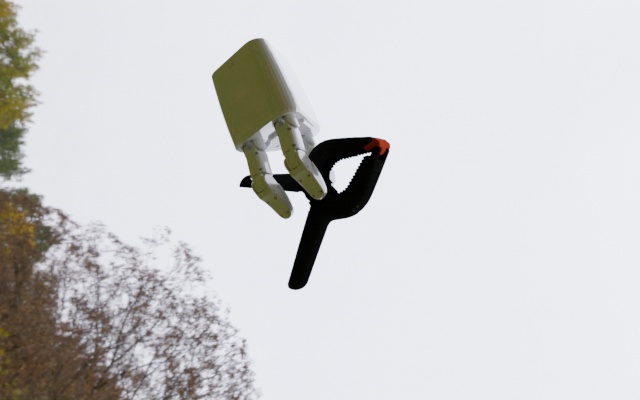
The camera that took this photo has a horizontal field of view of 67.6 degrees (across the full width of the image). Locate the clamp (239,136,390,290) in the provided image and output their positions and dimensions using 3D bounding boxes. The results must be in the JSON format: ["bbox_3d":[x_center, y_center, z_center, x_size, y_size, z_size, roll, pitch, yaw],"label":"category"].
[{"bbox_3d":[0.001,0.001,0.566,0.210,0.164,0.036,-31,-15,31],"label":"clamp"}]
